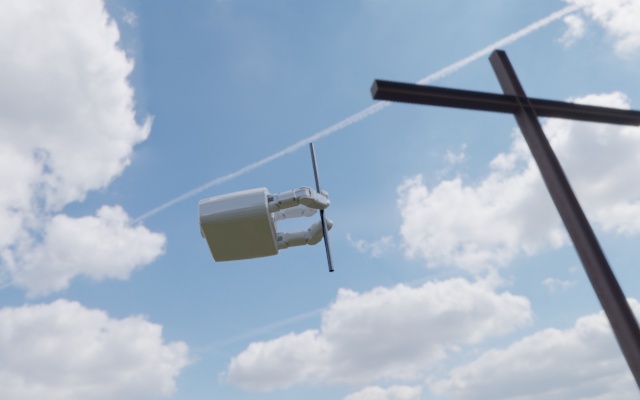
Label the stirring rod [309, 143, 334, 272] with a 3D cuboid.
[{"bbox_3d":[0.000,0.003,0.755,0.011,0.239,0.011,-6,-33,-4],"label":"stirring rod"}]
